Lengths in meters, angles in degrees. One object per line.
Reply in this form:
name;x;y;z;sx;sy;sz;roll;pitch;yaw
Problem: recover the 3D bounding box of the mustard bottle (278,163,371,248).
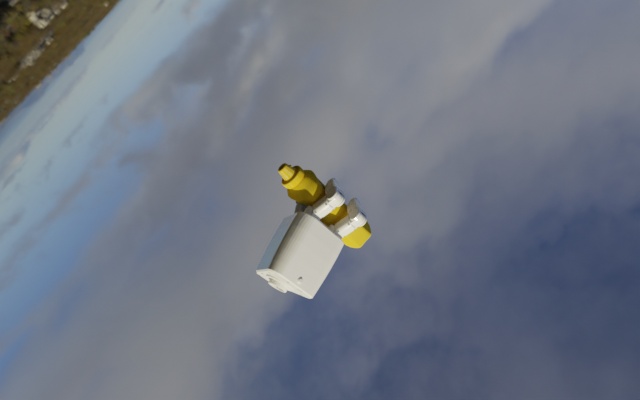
mustard bottle;0.001;0.003;0.810;0.192;0.058;0.096;41;2;-29
